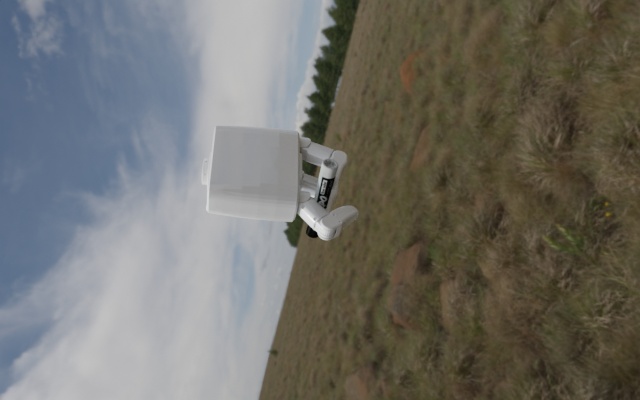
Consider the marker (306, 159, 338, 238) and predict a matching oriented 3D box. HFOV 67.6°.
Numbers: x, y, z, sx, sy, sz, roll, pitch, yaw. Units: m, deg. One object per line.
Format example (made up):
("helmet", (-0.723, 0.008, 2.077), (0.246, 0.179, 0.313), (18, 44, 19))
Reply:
("marker", (0.000, 0.002, 0.578), (0.020, 0.121, 0.020), (8, 42, -7))
